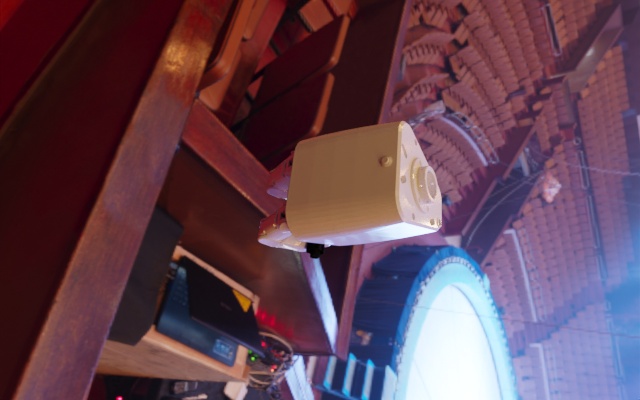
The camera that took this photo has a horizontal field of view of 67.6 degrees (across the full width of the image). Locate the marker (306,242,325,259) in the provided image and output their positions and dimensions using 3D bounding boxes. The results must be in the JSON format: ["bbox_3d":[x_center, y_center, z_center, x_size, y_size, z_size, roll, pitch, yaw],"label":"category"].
[{"bbox_3d":[0.000,0.002,0.496,0.020,0.121,0.020,5,-24,2],"label":"marker"}]
